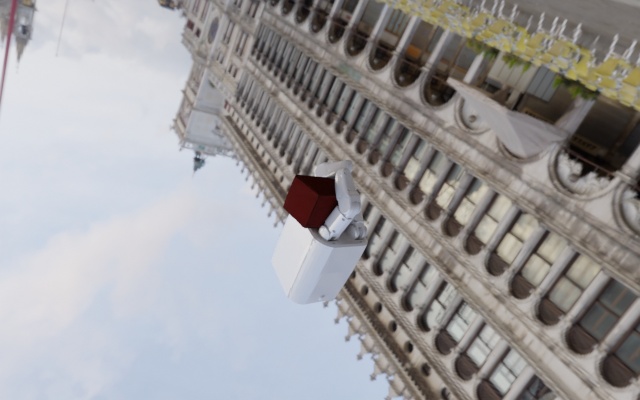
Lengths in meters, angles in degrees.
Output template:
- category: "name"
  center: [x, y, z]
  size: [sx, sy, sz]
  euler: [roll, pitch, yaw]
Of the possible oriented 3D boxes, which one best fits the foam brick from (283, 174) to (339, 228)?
- category: "foam brick"
  center: [0.000, 0.002, 0.632]
  size: [0.078, 0.051, 0.053]
  euler: [2, 31, -45]
